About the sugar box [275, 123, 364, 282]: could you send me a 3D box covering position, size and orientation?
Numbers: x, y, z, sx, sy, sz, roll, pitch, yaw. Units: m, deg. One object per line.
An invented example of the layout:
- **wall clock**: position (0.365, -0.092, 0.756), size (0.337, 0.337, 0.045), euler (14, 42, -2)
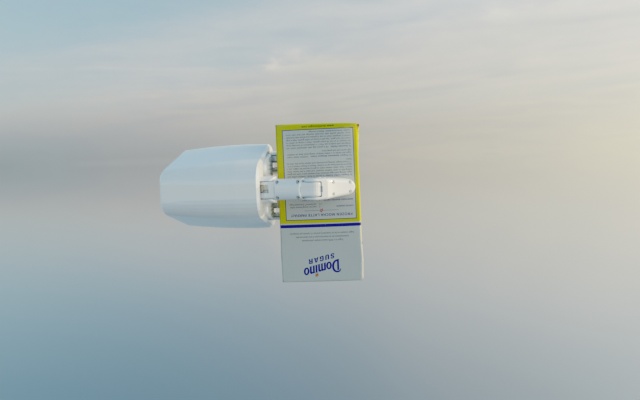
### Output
- **sugar box**: position (0.000, 0.002, 0.543), size (0.093, 0.176, 0.048), euler (-1, 5, 3)
